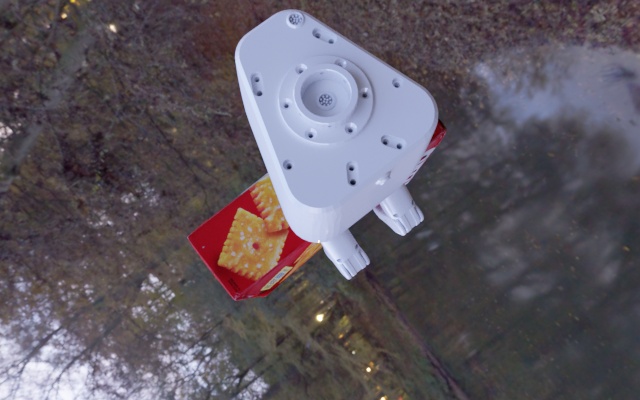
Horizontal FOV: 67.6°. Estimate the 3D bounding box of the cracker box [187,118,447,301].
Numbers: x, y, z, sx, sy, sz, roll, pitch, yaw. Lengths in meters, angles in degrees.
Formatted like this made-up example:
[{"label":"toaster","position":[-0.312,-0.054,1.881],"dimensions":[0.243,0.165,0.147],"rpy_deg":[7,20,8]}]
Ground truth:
[{"label":"cracker box","position":[0.000,0.001,0.444],"dimensions":[0.213,0.072,0.164],"rpy_deg":[-38,-8,-7]}]
